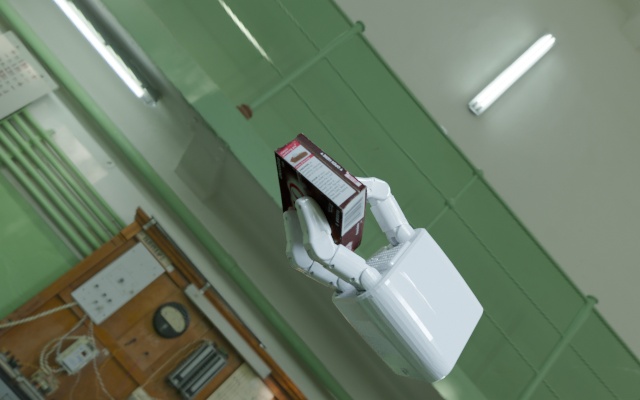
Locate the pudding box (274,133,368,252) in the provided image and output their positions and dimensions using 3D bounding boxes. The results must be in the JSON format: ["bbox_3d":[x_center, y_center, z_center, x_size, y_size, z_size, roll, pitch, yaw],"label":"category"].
[{"bbox_3d":[0.000,0.001,0.469,0.039,0.090,0.114,-39,-25,-24],"label":"pudding box"}]
